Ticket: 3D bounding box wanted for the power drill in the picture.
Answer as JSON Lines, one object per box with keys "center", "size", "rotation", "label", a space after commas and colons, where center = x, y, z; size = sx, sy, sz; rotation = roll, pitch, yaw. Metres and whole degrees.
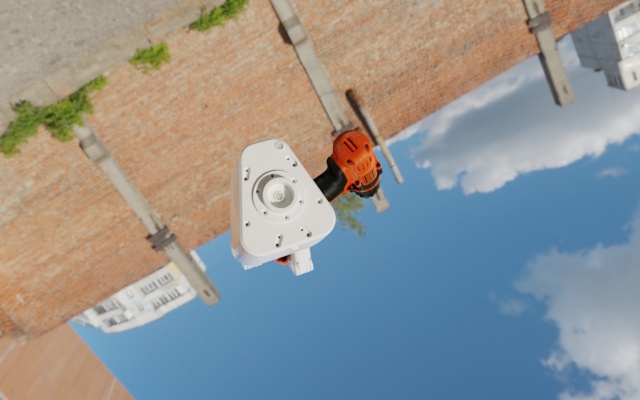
{"center": [0.000, 0.002, 0.625], "size": [0.187, 0.057, 0.184], "rotation": [-42, -20, -1], "label": "power drill"}
